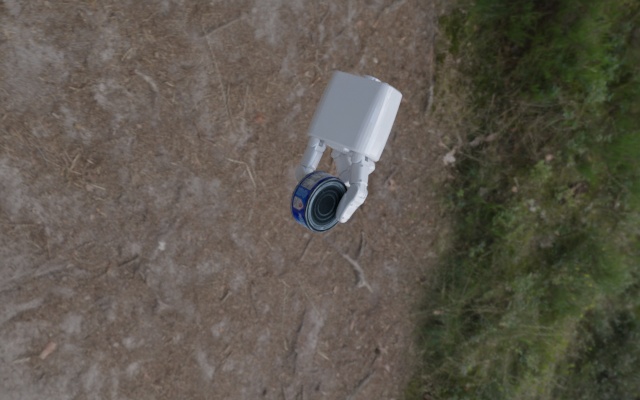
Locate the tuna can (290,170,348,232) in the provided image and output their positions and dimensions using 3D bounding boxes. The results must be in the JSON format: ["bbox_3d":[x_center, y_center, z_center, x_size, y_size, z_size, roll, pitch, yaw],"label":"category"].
[{"bbox_3d":[0.000,0.003,0.690,0.086,0.086,0.033,0,20,-44],"label":"tuna can"}]
